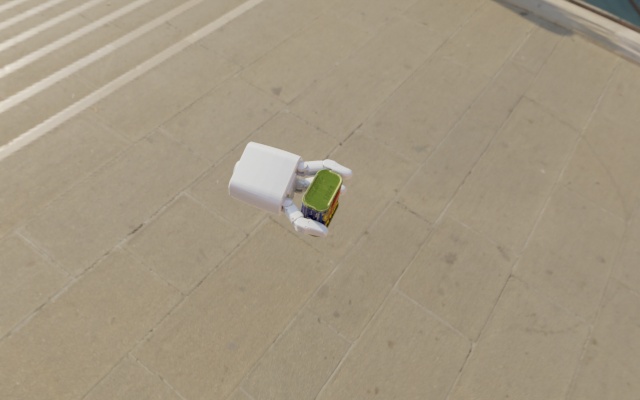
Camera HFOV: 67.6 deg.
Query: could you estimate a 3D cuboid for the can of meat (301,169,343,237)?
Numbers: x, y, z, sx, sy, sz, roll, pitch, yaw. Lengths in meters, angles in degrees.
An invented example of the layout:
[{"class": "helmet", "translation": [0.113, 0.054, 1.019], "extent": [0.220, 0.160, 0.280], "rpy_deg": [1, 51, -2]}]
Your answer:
[{"class": "can of meat", "translation": [0.000, 0.003, 0.892], "extent": [0.057, 0.102, 0.084], "rpy_deg": [22, -35, 9]}]
